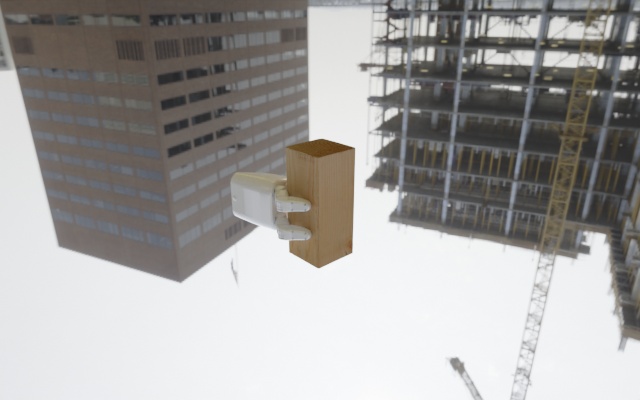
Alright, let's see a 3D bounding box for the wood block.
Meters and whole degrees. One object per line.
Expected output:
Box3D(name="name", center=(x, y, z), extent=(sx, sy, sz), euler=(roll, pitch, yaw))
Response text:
Box3D(name="wood block", center=(0.000, 0.003, 0.863), extent=(0.091, 0.206, 0.090), euler=(-20, 30, -39))
